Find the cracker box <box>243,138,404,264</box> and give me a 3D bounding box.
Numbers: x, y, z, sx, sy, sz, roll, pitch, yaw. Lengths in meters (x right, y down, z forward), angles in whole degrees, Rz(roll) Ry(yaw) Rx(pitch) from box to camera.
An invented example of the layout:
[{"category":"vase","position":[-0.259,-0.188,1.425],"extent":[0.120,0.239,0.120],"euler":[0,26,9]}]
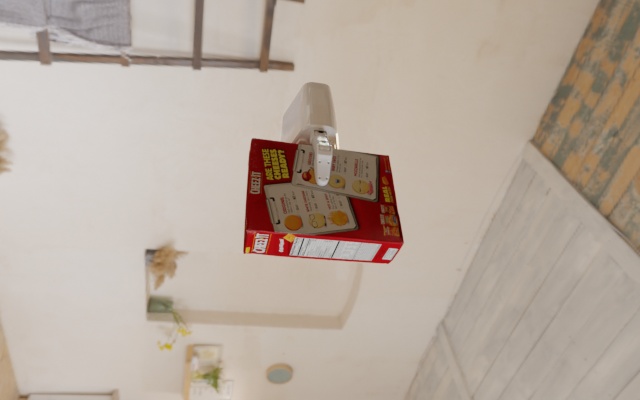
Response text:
[{"category":"cracker box","position":[0.000,0.002,0.690],"extent":[0.214,0.164,0.072],"euler":[5,-38,-11]}]
